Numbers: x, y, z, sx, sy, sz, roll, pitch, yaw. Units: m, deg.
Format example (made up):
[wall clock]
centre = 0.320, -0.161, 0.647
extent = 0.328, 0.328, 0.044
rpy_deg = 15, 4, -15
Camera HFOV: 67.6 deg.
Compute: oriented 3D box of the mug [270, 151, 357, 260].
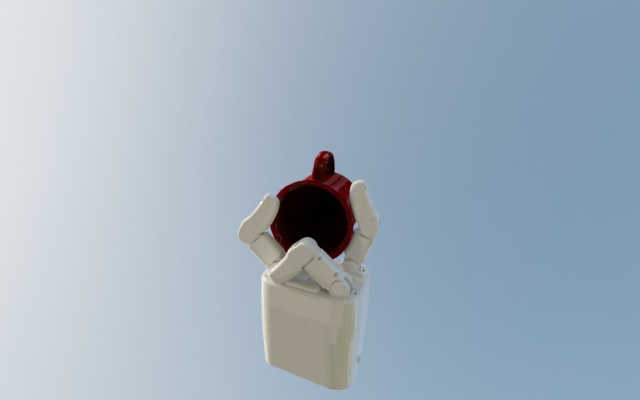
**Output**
[mug]
centre = 0.000, 0.000, 0.536
extent = 0.093, 0.117, 0.081
rpy_deg = 7, 17, 14
